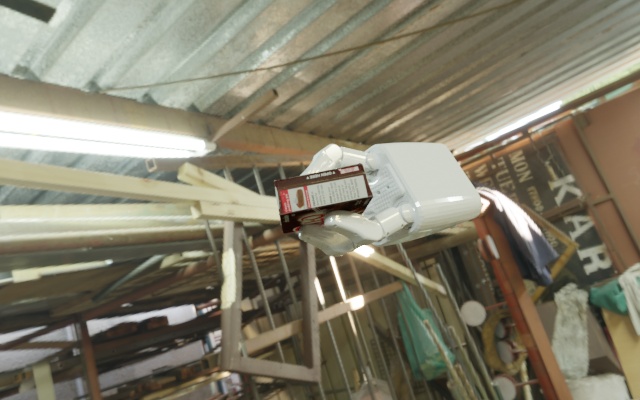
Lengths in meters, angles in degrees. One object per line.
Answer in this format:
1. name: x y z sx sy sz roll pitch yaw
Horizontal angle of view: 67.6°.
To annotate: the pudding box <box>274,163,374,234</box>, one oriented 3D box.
1. pudding box: 0.000 0.001 0.492 0.090 0.039 0.113 -12 -14 -5
